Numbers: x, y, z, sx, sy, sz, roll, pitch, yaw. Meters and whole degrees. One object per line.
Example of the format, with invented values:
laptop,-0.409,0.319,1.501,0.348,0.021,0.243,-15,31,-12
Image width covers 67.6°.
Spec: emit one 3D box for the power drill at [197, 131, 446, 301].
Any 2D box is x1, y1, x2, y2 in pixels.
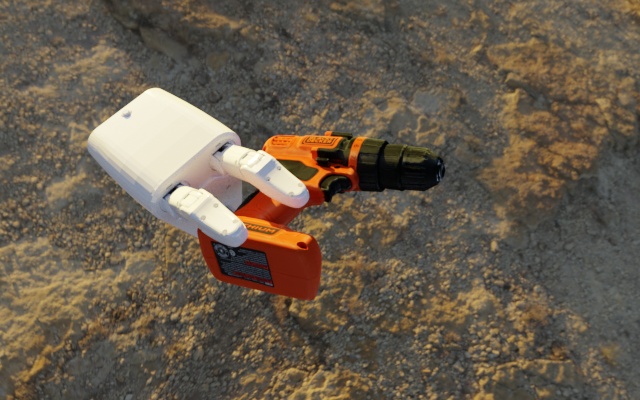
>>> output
power drill,0.000,0.002,0.416,0.184,0.057,0.187,6,34,26
